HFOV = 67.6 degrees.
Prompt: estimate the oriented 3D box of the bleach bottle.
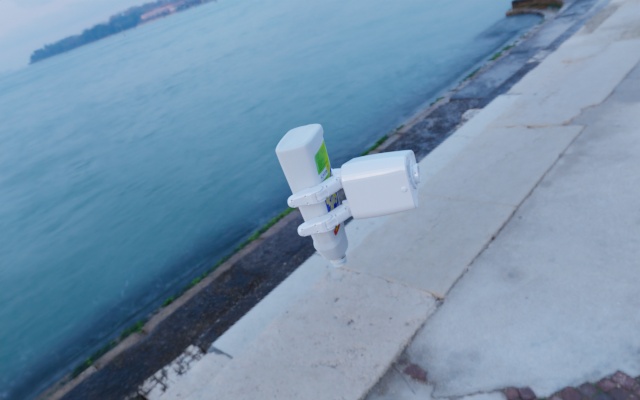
[{"bbox_3d":[0.000,0.003,0.827,0.068,0.251,0.102,-8,28,22],"label":"bleach bottle"}]
